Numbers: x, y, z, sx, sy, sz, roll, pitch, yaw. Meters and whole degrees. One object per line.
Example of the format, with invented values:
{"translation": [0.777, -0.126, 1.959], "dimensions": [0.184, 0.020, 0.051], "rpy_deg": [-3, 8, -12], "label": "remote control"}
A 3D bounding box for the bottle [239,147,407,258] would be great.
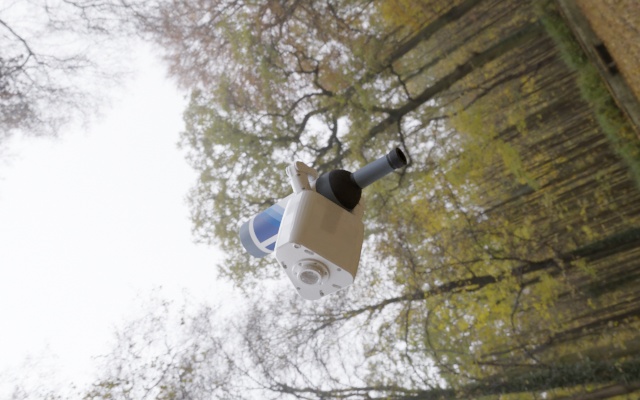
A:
{"translation": [0.000, 0.002, 0.726], "dimensions": [0.296, 0.069, 0.069], "rpy_deg": [-30, -16, 29], "label": "bottle"}
